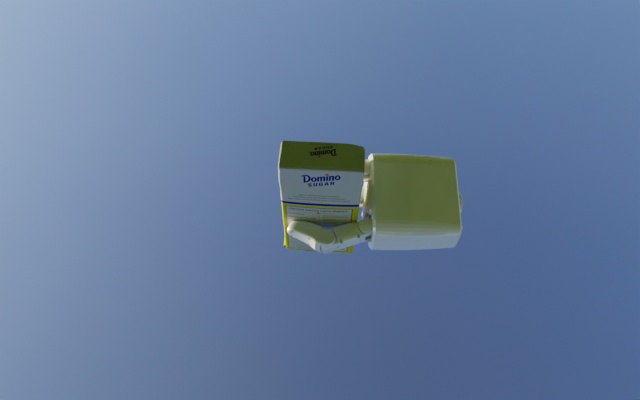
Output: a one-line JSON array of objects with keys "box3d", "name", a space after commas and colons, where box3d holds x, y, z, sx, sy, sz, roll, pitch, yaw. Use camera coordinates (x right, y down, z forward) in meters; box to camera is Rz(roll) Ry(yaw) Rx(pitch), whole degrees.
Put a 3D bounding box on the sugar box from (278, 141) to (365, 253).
[{"box3d": [0.000, 0.002, 0.575, 0.093, 0.048, 0.176, 3, -37, 0], "name": "sugar box"}]
